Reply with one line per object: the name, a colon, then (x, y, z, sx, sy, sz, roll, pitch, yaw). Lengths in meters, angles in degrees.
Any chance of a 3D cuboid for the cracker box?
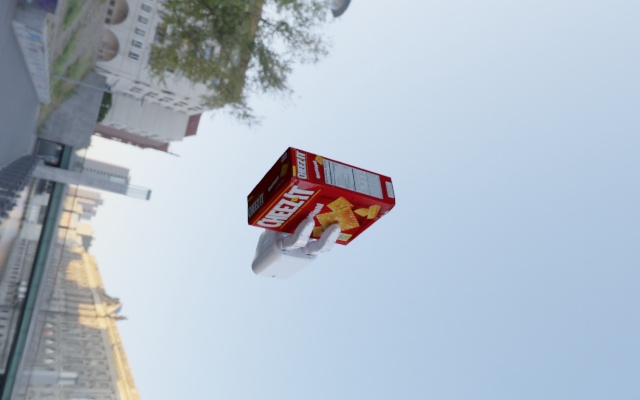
cracker box: (0.000, 0.003, 0.847, 0.214, 0.072, 0.164, 14, -38, -30)
